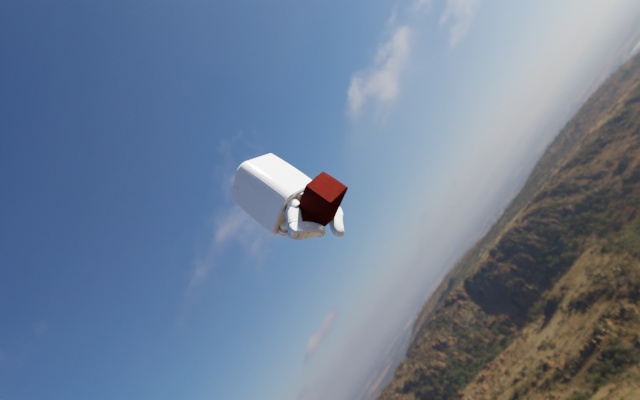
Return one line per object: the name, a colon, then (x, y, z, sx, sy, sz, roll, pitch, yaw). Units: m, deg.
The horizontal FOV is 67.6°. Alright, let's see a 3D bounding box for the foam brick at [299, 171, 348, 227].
foam brick: (0.000, 0.002, 0.778, 0.051, 0.078, 0.053, 37, 46, 14)
